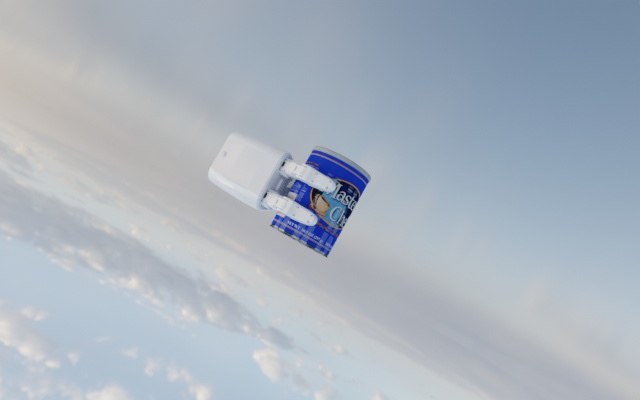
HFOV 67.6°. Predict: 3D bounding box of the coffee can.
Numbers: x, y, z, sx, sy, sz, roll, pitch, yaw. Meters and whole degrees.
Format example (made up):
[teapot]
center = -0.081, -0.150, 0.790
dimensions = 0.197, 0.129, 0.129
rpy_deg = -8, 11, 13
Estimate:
[coffee can]
center = 0.000, 0.002, 0.735
dimensions = 0.103, 0.140, 0.103
rpy_deg = 29, -6, 3
